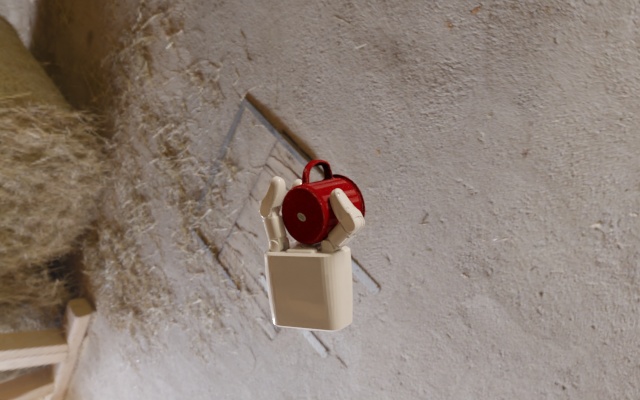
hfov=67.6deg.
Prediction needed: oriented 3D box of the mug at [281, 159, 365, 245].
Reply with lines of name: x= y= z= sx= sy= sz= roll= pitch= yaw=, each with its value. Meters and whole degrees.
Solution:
mug: x=0.000 y=0.001 z=0.657 sx=0.093 sy=0.117 sz=0.081 roll=1 pitch=10 yaw=40
